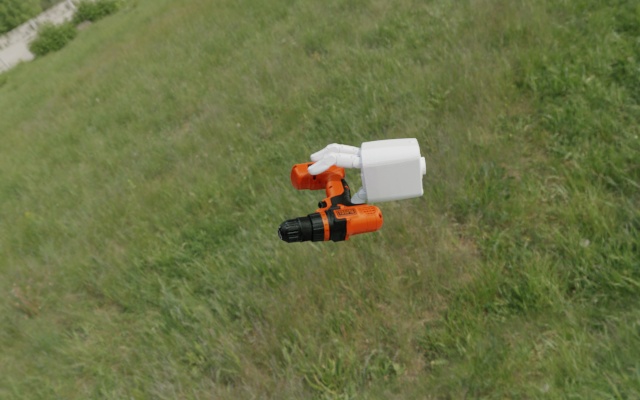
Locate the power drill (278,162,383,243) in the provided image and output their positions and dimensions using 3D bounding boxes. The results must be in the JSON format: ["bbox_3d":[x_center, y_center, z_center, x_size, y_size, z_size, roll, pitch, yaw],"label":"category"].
[{"bbox_3d":[0.000,0.003,0.875,0.184,0.057,0.187,-6,40,-14],"label":"power drill"}]
